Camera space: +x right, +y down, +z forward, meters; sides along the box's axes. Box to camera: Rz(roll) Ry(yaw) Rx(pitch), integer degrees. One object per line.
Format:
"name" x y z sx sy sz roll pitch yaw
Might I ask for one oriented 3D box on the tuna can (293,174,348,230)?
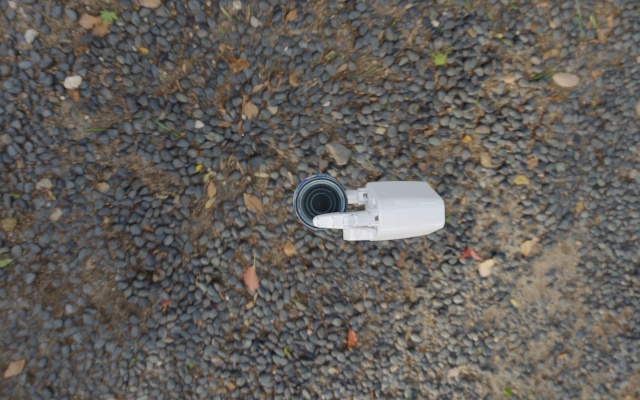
"tuna can" 0.000 0.003 0.747 0.086 0.086 0.033 0 8 -4
